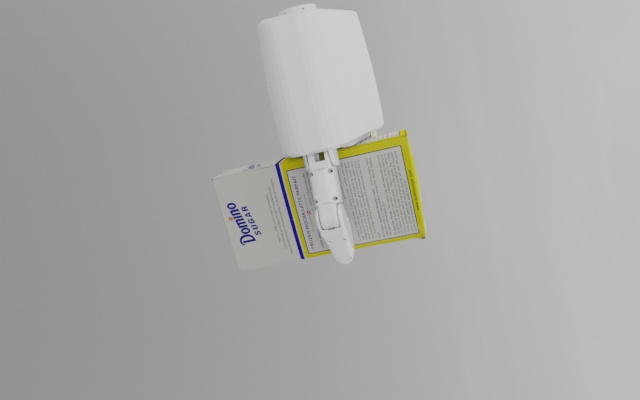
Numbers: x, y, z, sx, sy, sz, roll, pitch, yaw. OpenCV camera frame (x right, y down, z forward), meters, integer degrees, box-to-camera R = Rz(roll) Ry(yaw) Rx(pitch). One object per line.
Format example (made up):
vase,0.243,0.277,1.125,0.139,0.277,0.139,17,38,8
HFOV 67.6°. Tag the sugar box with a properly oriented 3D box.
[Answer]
sugar box,0.000,0.001,0.432,0.176,0.093,0.048,-10,13,14
